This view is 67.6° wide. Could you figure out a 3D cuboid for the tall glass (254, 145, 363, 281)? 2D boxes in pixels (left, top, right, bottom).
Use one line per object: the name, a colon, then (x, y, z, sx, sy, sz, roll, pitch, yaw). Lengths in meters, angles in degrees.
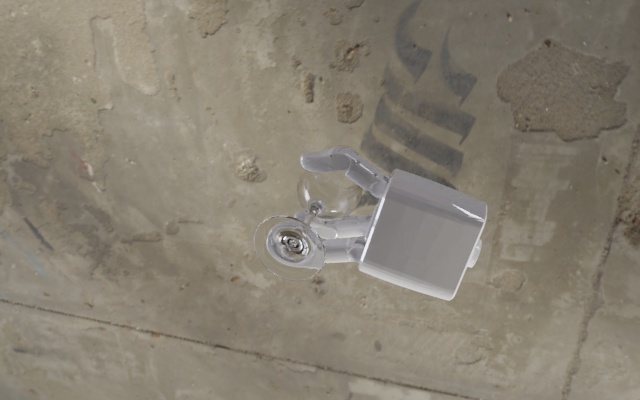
tall glass: (0.000, 0.002, 0.542, 0.079, 0.079, 0.201, 0, 28, 20)
